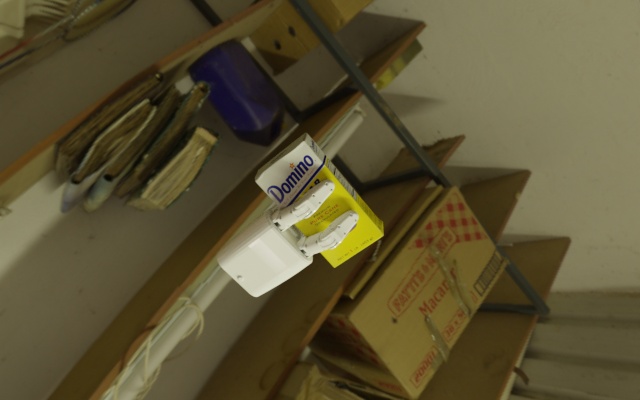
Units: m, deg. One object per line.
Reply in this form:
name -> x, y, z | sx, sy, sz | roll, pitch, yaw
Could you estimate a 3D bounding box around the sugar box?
sugar box -> 0.000, 0.003, 0.670 | 0.093, 0.176, 0.048 | -37, 19, 18
